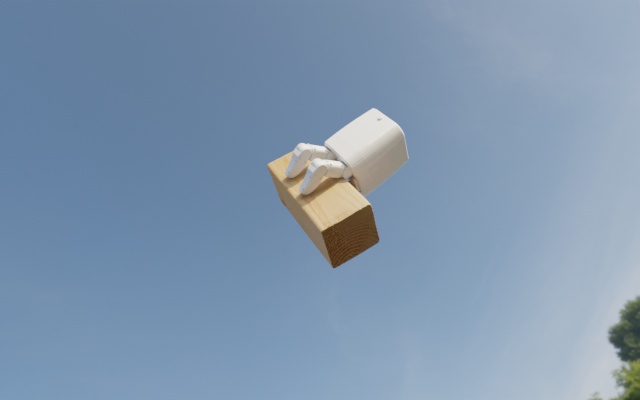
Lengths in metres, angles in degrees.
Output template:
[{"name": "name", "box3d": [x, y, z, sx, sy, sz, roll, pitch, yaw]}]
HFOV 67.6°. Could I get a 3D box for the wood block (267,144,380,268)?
[{"name": "wood block", "box3d": [0.000, 0.003, 0.798, 0.090, 0.091, 0.206, -29, 43, -11]}]
